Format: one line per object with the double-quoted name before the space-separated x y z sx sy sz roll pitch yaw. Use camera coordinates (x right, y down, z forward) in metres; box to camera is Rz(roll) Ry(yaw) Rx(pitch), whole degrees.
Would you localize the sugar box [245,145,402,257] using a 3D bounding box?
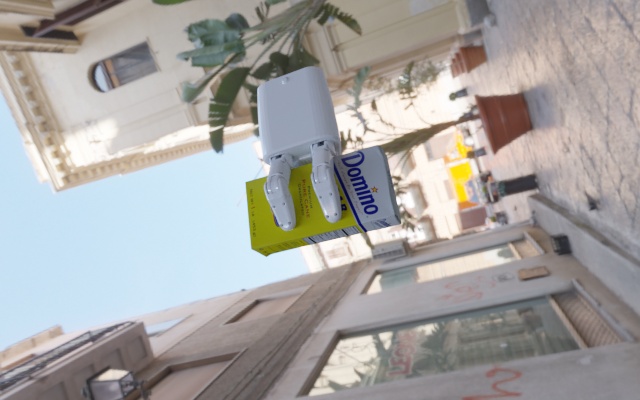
"sugar box" 0.000 0.002 0.572 0.176 0.093 0.048 -16 -23 16
